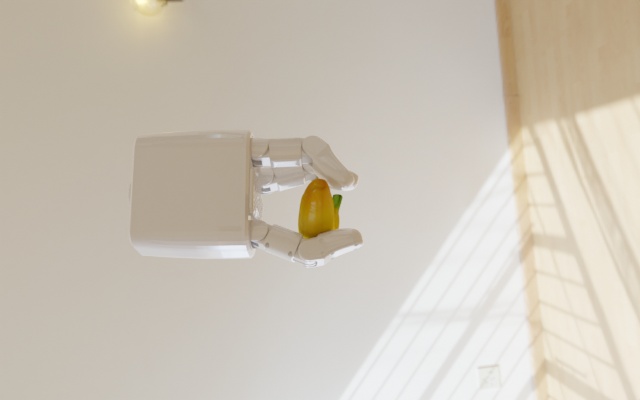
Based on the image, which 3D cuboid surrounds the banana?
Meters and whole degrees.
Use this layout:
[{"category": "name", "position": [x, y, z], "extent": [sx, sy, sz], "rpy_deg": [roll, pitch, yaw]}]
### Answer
[{"category": "banana", "position": [-0.001, 0.020, 0.489], "extent": [0.037, 0.069, 0.198], "rpy_deg": [5, -2, 5]}]
